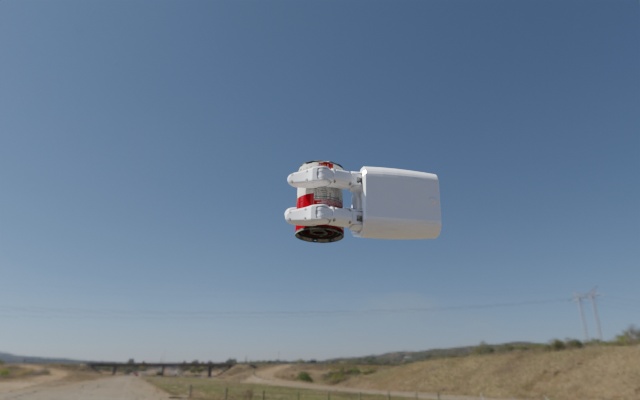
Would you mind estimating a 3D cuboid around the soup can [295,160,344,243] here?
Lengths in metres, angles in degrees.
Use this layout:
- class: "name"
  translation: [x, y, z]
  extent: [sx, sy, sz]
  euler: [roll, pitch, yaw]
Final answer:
- class: "soup can"
  translation: [0.000, 0.002, 0.677]
  extent: [0.068, 0.102, 0.068]
  euler: [2, -20, 1]
